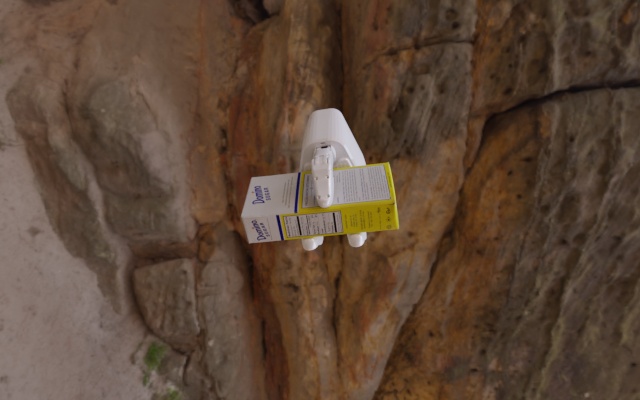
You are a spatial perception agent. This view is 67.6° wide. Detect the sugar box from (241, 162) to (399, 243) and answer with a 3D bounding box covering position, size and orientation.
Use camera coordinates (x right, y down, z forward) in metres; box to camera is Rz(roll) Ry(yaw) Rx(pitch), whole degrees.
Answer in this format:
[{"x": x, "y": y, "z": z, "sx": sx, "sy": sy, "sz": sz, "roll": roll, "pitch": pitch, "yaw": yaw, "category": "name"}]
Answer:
[{"x": 0.000, "y": 0.002, "z": 0.573, "sx": 0.176, "sy": 0.048, "sz": 0.093, "roll": -8, "pitch": 32, "yaw": 7, "category": "sugar box"}]
